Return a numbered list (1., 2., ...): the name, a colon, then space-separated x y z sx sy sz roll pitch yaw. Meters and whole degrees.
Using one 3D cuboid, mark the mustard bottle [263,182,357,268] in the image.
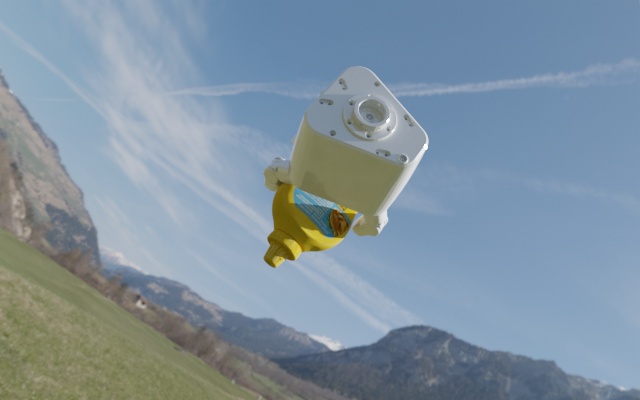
1. mustard bottle: 0.000 0.002 0.562 0.191 0.096 0.058 -50 16 -24
